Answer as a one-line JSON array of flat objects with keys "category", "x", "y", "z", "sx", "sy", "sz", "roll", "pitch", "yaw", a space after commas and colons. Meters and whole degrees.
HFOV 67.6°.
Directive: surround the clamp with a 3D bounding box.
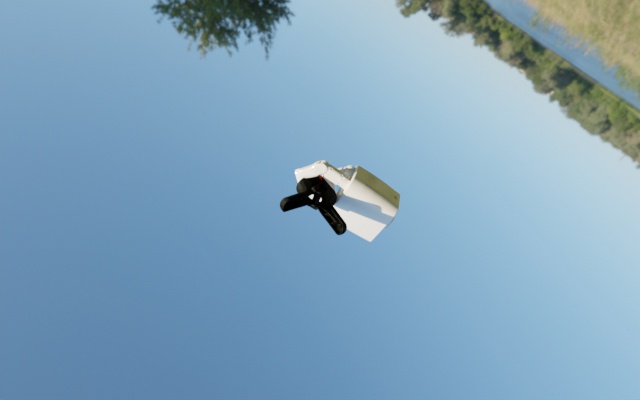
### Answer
[{"category": "clamp", "x": 0.000, "y": 0.003, "z": 0.862, "sx": 0.120, "sy": 0.039, "sz": 0.171, "roll": 33, "pitch": 26, "yaw": -3}]
